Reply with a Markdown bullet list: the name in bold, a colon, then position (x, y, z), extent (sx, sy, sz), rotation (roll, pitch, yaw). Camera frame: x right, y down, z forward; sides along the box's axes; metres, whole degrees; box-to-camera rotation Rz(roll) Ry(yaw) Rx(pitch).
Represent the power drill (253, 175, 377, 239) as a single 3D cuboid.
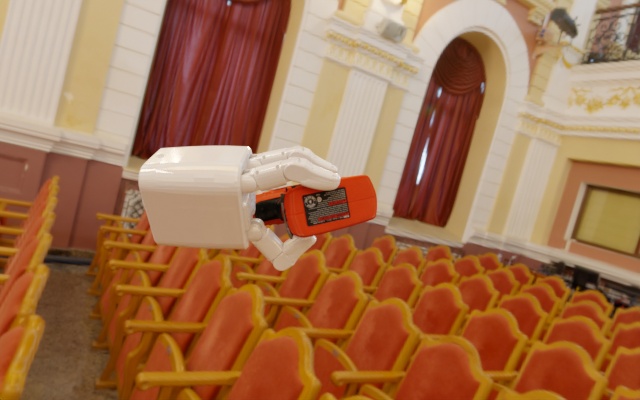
- **power drill**: position (0.000, 0.002, 0.607), extent (0.184, 0.057, 0.187), rotation (-14, 4, -18)
